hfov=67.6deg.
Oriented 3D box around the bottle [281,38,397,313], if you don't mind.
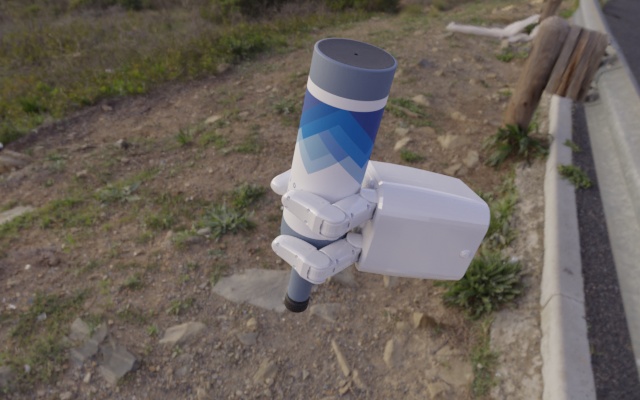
[{"bbox_3d":[0.000,0.001,0.458,0.069,0.296,0.069,9,36,-6],"label":"bottle"}]
